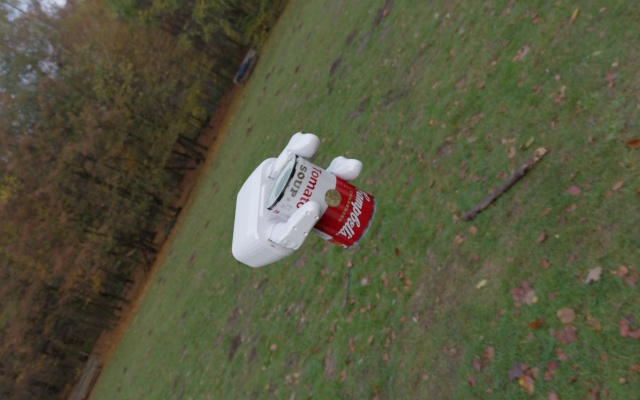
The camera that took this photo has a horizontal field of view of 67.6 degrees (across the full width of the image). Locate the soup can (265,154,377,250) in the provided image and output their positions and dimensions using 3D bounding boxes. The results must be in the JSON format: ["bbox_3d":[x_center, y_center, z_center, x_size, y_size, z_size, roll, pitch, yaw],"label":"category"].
[{"bbox_3d":[0.000,0.002,0.519,0.102,0.068,0.068,28,-9,-17],"label":"soup can"}]
